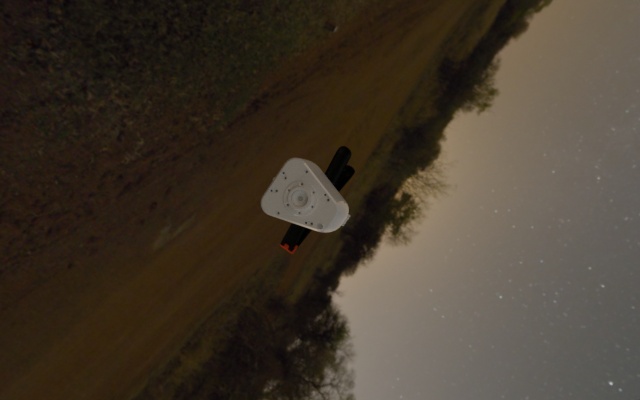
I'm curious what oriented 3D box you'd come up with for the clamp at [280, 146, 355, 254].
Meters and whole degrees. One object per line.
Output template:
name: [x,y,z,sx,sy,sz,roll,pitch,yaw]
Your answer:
clamp: [0.000,0.004,0.870,0.036,0.210,0.164,34,4,11]
